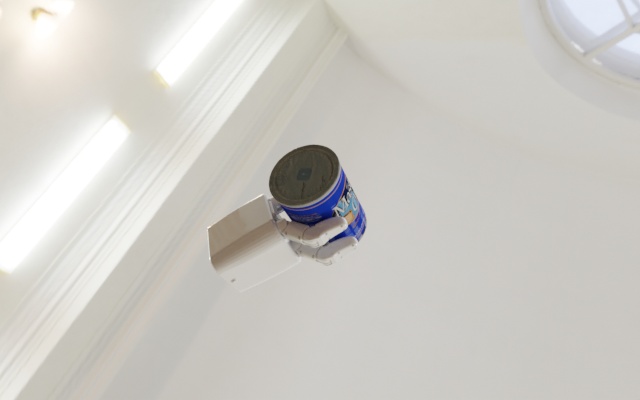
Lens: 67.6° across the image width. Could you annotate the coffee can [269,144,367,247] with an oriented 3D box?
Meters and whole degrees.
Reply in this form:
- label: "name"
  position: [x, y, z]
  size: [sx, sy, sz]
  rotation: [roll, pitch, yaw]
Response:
- label: "coffee can"
  position: [0.000, 0.002, 0.693]
  size: [0.103, 0.102, 0.140]
  rotation: [0, -34, 24]
